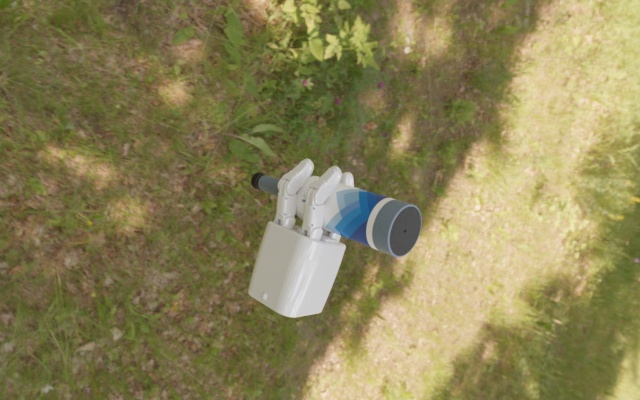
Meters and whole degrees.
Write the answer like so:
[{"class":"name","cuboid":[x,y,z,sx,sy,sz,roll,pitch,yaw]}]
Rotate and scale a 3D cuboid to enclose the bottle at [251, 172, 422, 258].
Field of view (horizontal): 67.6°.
[{"class":"bottle","cuboid":[0.000,0.002,0.670,0.069,0.069,0.295,0,14,-45]}]
